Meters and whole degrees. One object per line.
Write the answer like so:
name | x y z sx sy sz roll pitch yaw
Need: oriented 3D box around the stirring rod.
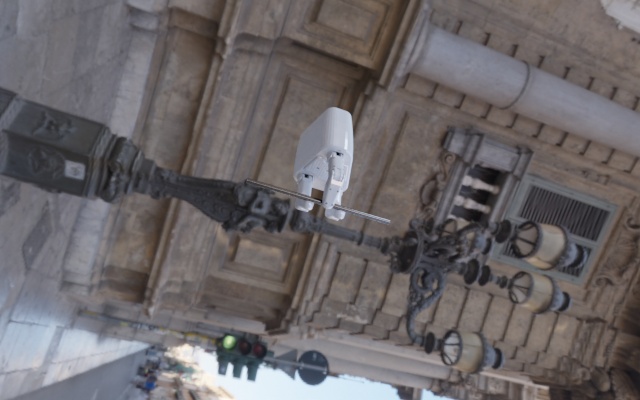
stirring rod | 0.000 0.002 0.751 0.239 0.011 0.011 16 -4 -14
